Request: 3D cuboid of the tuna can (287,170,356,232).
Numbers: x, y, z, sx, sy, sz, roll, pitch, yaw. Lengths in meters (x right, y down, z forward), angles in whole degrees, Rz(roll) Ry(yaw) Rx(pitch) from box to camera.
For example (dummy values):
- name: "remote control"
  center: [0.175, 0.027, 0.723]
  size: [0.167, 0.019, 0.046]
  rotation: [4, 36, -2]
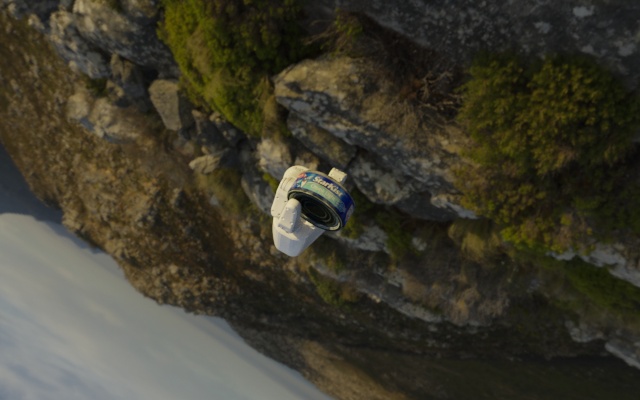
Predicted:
- name: "tuna can"
  center: [0.000, 0.002, 0.611]
  size: [0.086, 0.033, 0.086]
  rotation: [27, -26, 14]
